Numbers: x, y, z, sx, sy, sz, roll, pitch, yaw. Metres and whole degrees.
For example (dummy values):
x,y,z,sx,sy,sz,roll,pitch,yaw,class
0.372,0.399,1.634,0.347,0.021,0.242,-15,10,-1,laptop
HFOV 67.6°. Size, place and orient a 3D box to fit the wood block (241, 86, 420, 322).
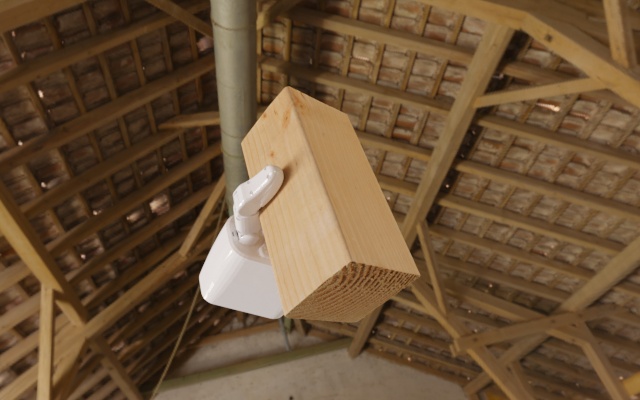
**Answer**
x,y,z,sx,sy,sz,roll,pitch,yaw,class
0.000,0.002,0.461,0.091,0.206,0.090,16,-48,-40,wood block
